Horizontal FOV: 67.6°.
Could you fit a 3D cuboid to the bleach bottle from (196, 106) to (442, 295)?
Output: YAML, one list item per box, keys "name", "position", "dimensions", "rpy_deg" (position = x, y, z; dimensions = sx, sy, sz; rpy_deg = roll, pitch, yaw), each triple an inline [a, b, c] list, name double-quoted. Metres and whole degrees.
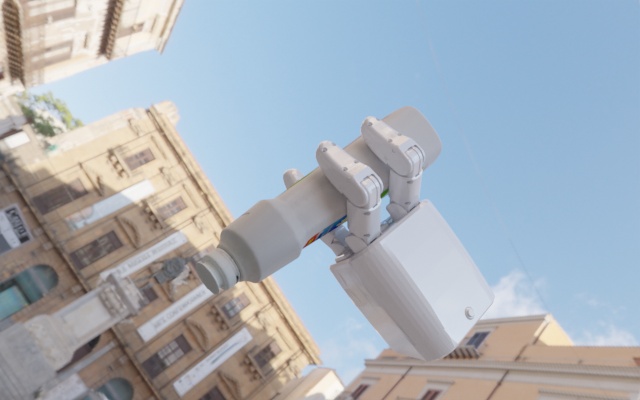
- name: "bleach bottle"
  position: [0.000, 0.001, 0.423]
  dimensions: [0.250, 0.068, 0.103]
  rpy_deg: [-34, -4, -33]
